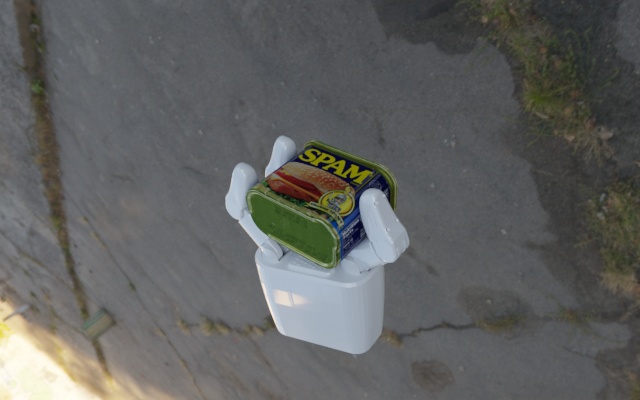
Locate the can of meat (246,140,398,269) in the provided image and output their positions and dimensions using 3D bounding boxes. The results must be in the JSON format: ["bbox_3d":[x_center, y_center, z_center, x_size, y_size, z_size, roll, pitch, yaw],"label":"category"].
[{"bbox_3d":[0.000,0.001,0.407,0.102,0.057,0.084,25,48,30],"label":"can of meat"}]
